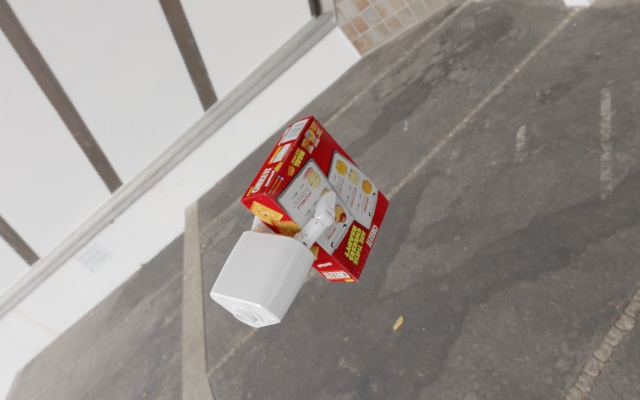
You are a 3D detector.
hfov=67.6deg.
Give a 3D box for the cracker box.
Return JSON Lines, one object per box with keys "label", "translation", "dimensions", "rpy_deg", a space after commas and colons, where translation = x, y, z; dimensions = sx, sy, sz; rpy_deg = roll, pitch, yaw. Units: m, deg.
{"label": "cracker box", "translation": [0.000, 0.002, 0.750], "dimensions": [0.072, 0.164, 0.214], "rpy_deg": [-12, -48, 46]}
